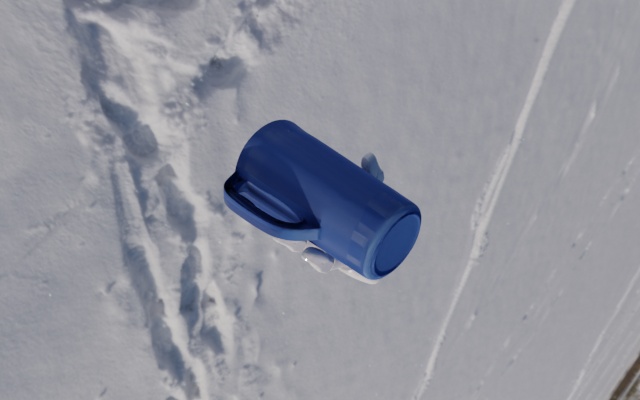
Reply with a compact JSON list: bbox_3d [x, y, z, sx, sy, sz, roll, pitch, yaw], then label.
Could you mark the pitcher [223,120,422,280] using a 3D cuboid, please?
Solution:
[{"bbox_3d":[0.000,0.002,0.629,0.242,0.149,0.145,34,-2,33],"label":"pitcher"}]
